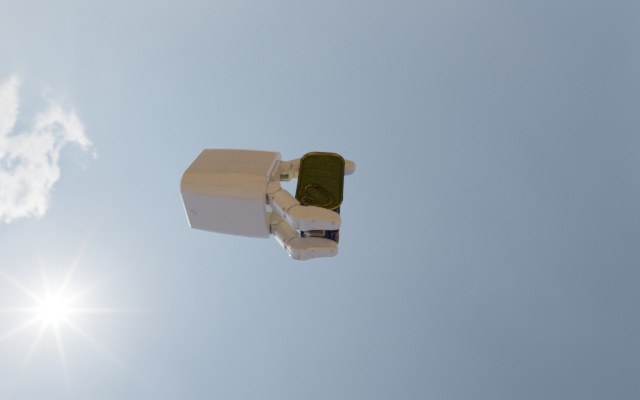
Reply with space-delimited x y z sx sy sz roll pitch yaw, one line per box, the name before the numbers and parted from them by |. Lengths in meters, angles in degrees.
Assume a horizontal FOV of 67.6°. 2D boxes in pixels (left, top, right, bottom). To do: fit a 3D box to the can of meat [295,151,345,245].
can of meat | 0.000 0.002 0.613 0.057 0.102 0.084 3 -44 2
